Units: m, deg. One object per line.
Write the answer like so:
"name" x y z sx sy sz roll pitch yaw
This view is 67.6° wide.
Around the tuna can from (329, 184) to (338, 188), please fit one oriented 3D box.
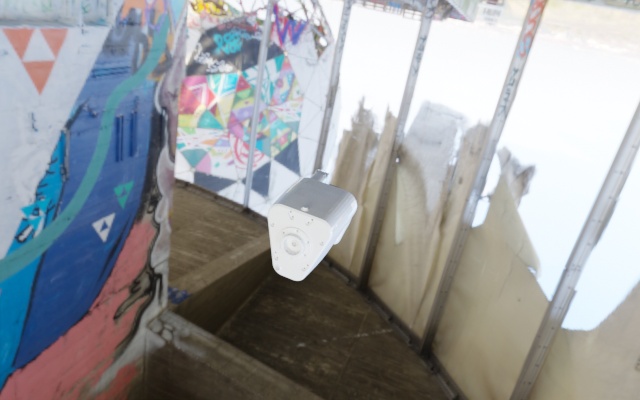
"tuna can" 0.000 0.003 0.803 0.086 0.034 0.086 8 27 -4
